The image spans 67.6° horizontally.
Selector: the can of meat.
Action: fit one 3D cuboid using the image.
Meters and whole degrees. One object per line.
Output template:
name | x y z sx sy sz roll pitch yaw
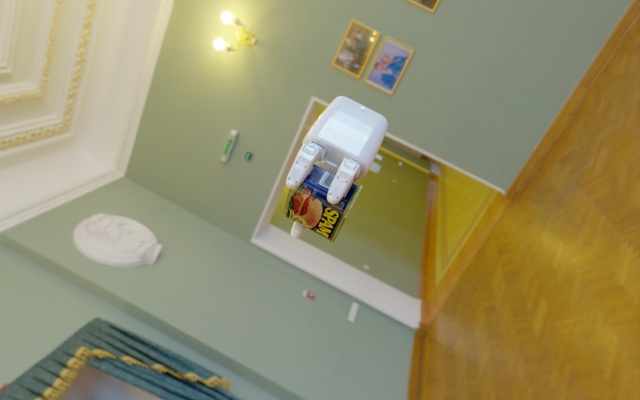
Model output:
can of meat | 0.000 0.002 0.656 0.084 0.057 0.102 28 -34 4
